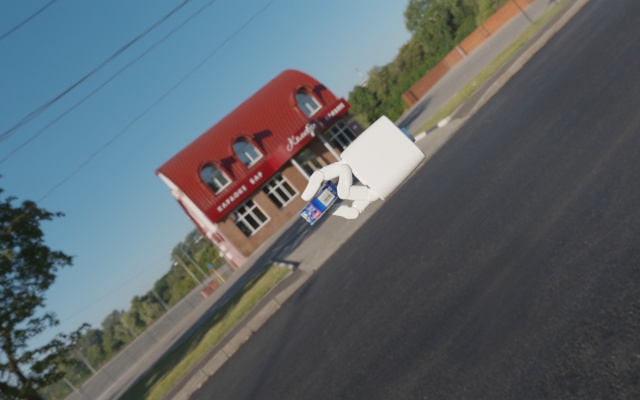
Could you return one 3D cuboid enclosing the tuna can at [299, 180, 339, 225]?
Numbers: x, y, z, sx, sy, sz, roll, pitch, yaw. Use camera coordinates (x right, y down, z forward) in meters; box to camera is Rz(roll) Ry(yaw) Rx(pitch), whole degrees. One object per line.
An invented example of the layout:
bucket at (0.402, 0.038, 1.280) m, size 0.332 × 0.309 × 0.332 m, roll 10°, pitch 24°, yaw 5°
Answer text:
tuna can at (0.000, 0.003, 0.886) m, size 0.034 × 0.086 × 0.086 m, roll 43°, pitch -3°, yaw -3°
